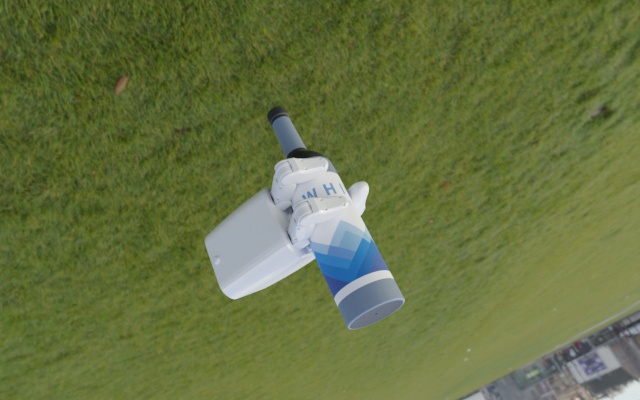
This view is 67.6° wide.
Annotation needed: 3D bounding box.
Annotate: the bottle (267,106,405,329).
[{"bbox_3d":[0.000,0.002,0.563,0.069,0.295,0.069,-20,-28,-11],"label":"bottle"}]
